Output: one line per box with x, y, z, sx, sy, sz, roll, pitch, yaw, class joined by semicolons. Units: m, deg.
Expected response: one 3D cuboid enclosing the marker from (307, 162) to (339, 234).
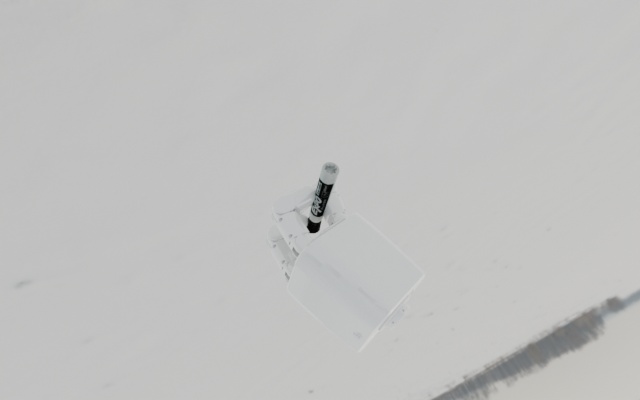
0.000;0.002;0.546;0.020;0.020;0.121;0;-36;-13;marker
